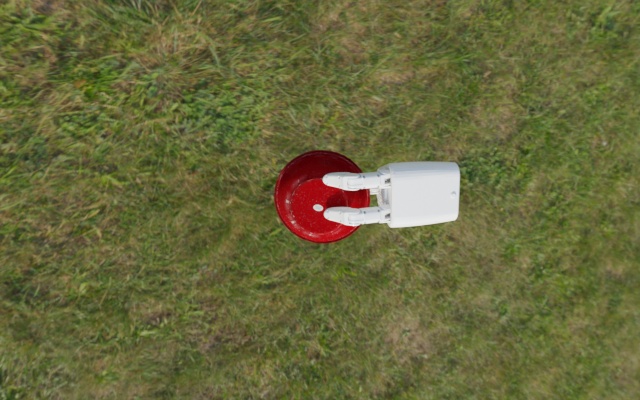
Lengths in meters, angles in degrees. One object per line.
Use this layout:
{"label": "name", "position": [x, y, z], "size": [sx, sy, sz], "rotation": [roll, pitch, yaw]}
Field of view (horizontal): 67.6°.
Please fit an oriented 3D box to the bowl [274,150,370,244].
{"label": "bowl", "position": [-0.001, 0.003, 0.769], "size": [0.162, 0.162, 0.055], "rotation": [0, 16, 5]}
